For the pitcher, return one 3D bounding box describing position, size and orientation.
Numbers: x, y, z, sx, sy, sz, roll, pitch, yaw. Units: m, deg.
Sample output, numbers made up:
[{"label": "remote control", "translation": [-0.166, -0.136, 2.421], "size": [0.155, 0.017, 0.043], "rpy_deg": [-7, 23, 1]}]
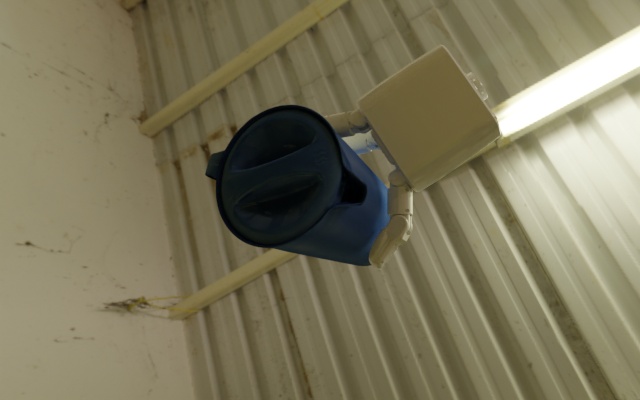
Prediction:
[{"label": "pitcher", "translation": [0.000, 0.002, 0.529], "size": [0.145, 0.149, 0.243], "rpy_deg": [-36, -27, 14]}]
